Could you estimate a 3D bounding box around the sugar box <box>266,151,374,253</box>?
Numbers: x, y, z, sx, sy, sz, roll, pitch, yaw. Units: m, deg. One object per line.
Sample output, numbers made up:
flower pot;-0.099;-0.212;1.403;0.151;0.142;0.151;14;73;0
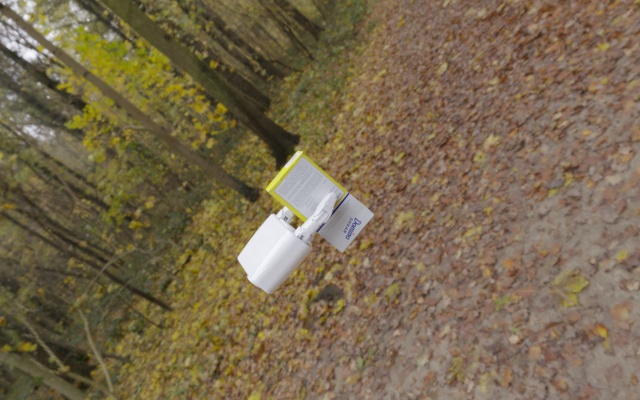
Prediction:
sugar box;0.000;0.003;0.853;0.176;0.093;0.048;41;-1;-16
